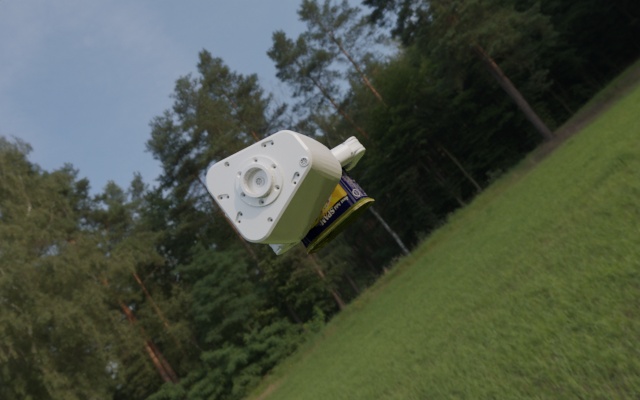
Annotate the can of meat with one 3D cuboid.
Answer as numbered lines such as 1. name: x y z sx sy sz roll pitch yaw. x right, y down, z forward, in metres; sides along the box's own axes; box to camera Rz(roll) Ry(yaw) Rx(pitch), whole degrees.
1. can of meat: 0.000 0.002 0.591 0.102 0.084 0.057 -43 -13 16
